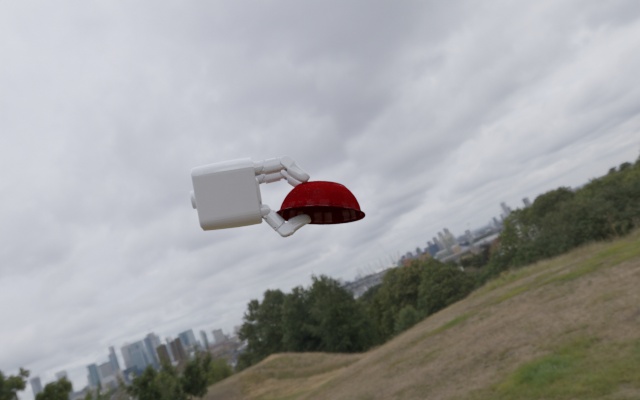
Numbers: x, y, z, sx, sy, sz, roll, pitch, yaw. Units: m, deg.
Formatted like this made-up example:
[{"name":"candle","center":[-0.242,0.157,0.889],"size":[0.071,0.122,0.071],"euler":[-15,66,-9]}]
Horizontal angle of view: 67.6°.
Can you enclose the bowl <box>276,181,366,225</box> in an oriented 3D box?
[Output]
[{"name":"bowl","center":[0.001,0.002,0.856],"size":[0.162,0.055,0.162],"euler":[1,-14,0]}]
